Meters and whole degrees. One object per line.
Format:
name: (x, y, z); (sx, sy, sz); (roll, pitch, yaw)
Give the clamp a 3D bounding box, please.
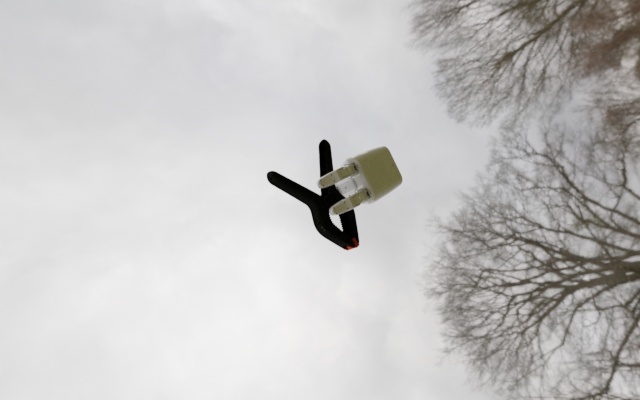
clamp: (0.000, 0.003, 0.872); (0.164, 0.210, 0.036); (-27, 1, -40)
